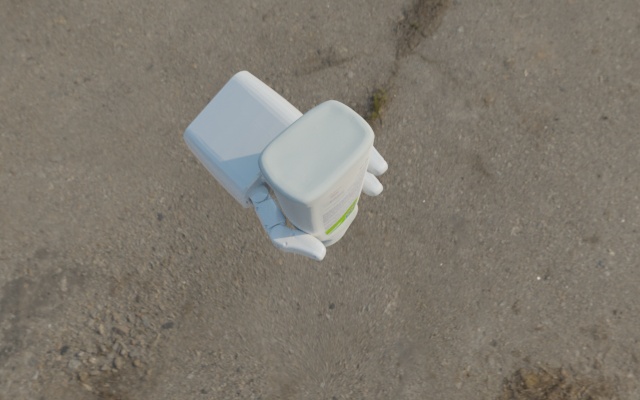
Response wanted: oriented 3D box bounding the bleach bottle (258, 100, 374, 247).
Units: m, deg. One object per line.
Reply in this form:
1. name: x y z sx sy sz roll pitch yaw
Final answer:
1. bleach bottle: 0.000 0.002 0.512 0.068 0.102 0.251 43 -15 16
